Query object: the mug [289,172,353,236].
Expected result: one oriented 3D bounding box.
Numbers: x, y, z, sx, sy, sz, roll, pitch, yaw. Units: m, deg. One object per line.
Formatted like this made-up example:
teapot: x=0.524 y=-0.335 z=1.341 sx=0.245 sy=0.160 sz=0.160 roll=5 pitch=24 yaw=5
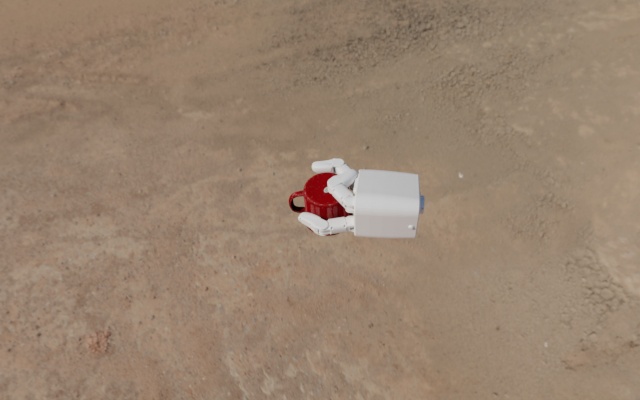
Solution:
mug: x=-0.001 y=0.003 z=0.868 sx=0.117 sy=0.093 sz=0.082 roll=3 pitch=-39 yaw=7
